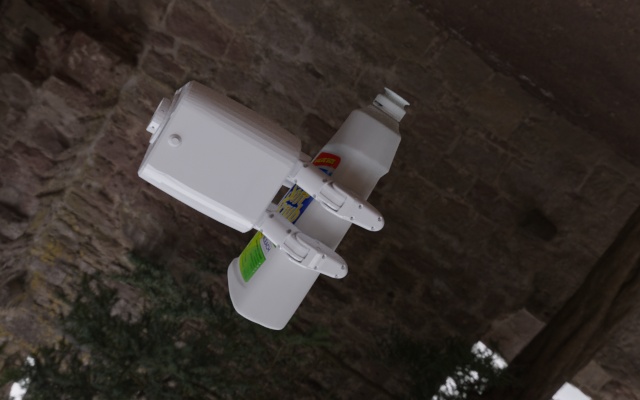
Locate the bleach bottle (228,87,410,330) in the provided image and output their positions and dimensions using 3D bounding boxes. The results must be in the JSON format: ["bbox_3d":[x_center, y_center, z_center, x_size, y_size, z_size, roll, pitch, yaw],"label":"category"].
[{"bbox_3d":[0.000,0.002,0.474,0.068,0.251,0.102,29,12,-22],"label":"bleach bottle"}]
